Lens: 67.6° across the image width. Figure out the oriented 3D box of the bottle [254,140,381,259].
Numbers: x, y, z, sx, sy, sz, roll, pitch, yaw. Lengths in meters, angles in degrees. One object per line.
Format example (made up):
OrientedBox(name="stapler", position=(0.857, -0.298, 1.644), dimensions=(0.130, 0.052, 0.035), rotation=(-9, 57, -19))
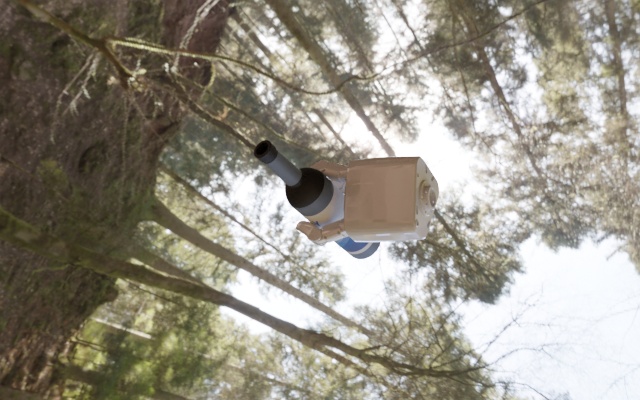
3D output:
OrientedBox(name="bottle", position=(0.000, 0.002, 0.718), dimensions=(0.069, 0.069, 0.296), rotation=(0, -28, 35))
